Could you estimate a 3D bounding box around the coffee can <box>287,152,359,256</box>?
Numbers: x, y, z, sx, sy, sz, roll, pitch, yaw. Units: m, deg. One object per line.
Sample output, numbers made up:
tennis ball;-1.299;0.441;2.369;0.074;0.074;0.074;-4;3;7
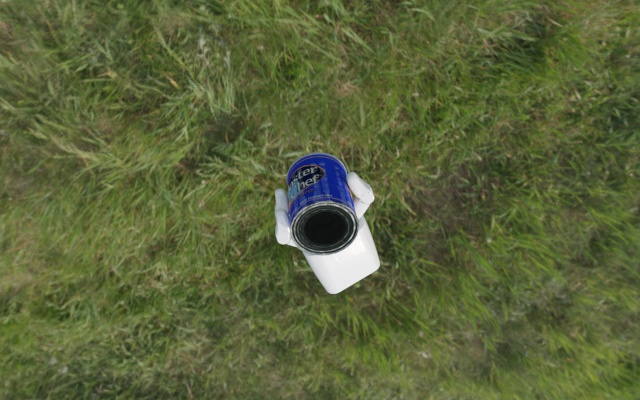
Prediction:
coffee can;0.000;0.002;0.752;0.103;0.103;0.140;0;36;-6
